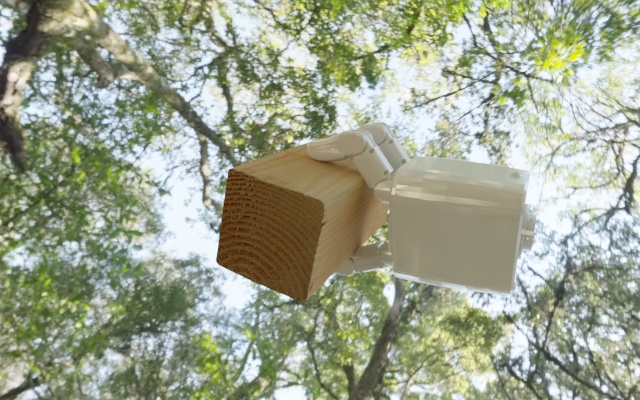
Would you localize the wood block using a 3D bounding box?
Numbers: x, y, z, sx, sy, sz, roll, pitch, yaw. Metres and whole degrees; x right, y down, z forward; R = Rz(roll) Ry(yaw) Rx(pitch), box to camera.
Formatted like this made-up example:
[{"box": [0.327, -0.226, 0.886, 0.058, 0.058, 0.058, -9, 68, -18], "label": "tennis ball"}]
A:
[{"box": [0.000, 0.002, 0.464, 0.090, 0.091, 0.206, 20, 22, 20], "label": "wood block"}]
